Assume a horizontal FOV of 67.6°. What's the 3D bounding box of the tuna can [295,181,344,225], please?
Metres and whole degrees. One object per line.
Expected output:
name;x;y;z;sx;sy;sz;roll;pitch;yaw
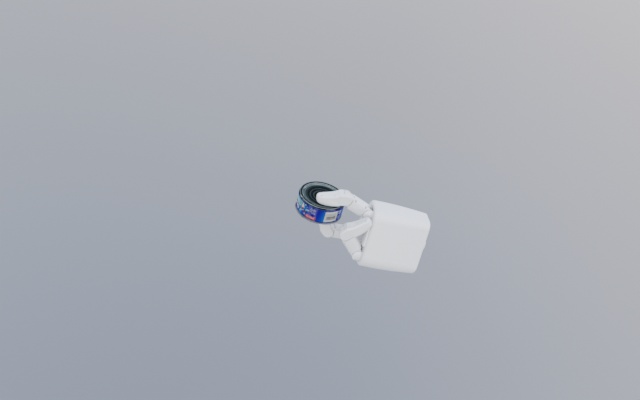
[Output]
tuna can;0.000;0.002;0.848;0.086;0.034;0.086;11;35;-8
